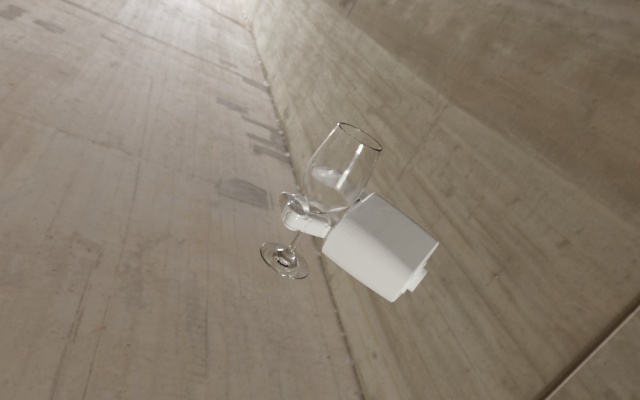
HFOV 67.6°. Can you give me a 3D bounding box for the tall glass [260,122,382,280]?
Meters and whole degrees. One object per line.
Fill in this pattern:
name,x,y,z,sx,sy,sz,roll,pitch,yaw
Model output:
tall glass,0.000,0.002,0.608,0.079,0.201,0.079,26,22,-11
